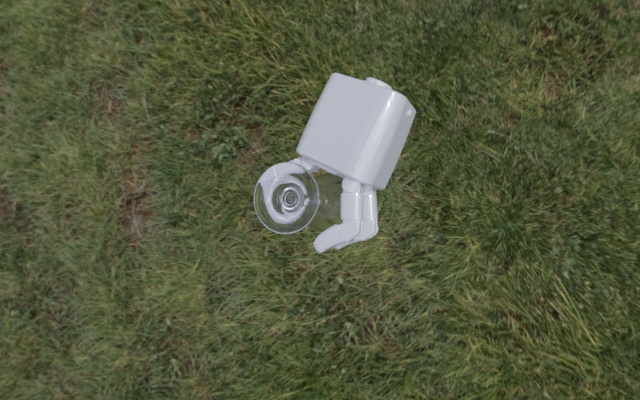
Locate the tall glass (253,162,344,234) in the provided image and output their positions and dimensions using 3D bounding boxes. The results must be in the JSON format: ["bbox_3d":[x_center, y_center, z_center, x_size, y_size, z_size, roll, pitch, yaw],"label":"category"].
[{"bbox_3d":[0.000,0.002,0.579,0.079,0.079,0.201,0,-3,21],"label":"tall glass"}]
